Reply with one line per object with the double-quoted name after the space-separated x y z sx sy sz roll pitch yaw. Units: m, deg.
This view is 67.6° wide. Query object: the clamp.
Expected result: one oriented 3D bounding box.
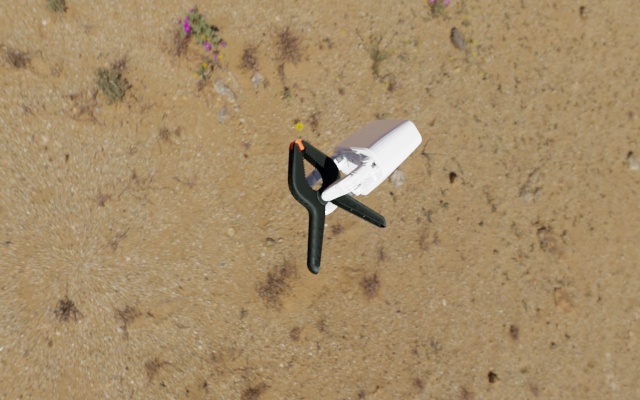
0.000 0.002 0.772 0.164 0.210 0.036 -39 11 -26 "clamp"
